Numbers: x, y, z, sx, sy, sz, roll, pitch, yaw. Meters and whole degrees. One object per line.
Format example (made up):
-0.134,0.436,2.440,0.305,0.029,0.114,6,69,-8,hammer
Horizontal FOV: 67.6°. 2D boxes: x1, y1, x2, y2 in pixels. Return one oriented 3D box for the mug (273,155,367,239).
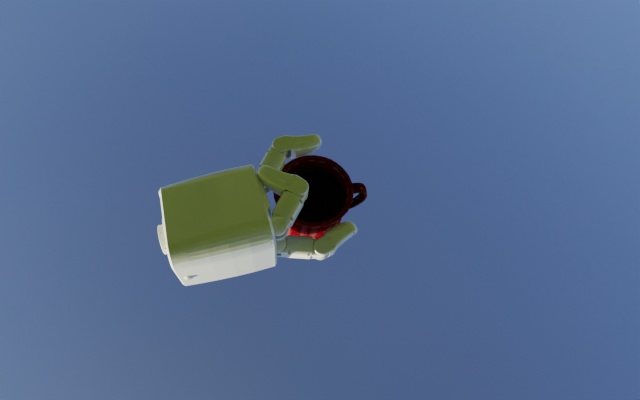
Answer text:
0.001,0.002,0.589,0.117,0.093,0.081,-13,-23,-11,mug
